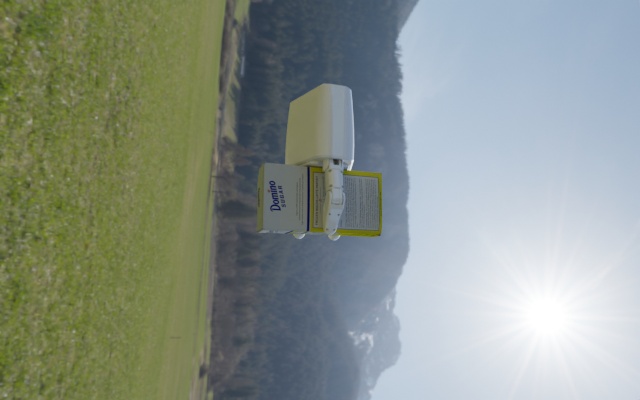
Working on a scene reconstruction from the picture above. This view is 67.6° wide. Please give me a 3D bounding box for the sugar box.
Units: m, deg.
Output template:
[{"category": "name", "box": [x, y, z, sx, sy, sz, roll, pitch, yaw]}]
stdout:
[{"category": "sugar box", "box": [0.000, 0.002, 0.674, 0.176, 0.093, 0.048, 4, -11, -17]}]
